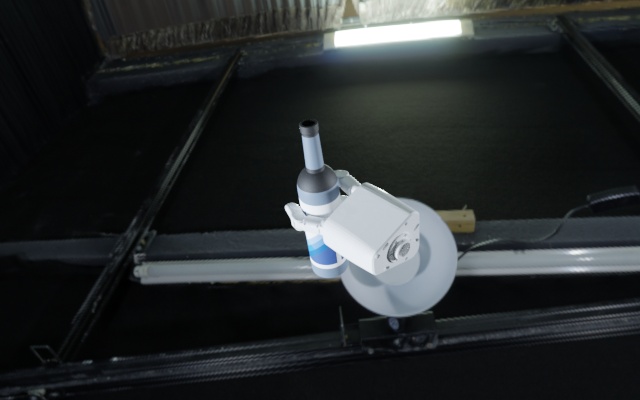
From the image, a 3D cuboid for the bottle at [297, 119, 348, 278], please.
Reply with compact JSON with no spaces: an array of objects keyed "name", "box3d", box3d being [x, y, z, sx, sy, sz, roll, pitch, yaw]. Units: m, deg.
[{"name":"bottle","box3d":[0.000,0.003,0.783,0.069,0.296,0.069,-5,38,4]}]
